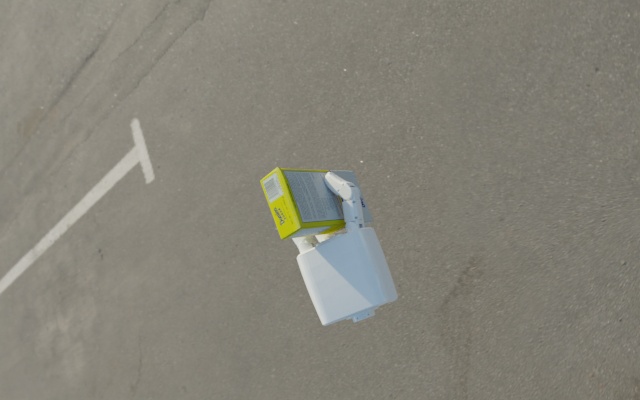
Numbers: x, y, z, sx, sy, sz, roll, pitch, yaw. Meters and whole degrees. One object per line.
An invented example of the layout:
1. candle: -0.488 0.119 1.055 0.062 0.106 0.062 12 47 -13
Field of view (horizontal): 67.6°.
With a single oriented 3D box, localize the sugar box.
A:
1. sugar box: 0.000 0.003 0.704 0.048 0.093 0.176 -31 -19 33
